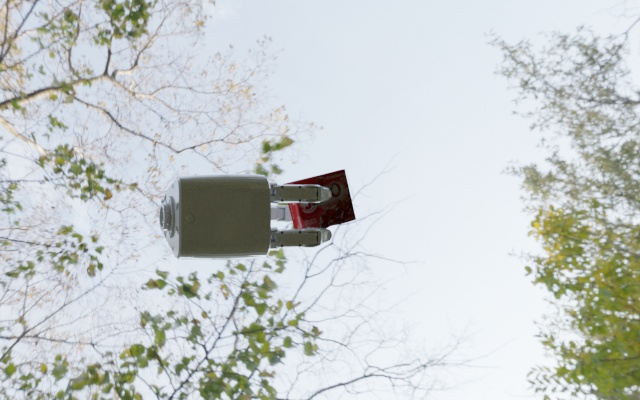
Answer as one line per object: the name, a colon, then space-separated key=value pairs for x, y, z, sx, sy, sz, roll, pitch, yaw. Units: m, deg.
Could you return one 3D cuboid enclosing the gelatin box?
gelatin box: x=0.000 y=0.002 z=0.648 sx=0.089 sy=0.073 sz=0.030 roll=-15 pitch=4 yaw=-32
